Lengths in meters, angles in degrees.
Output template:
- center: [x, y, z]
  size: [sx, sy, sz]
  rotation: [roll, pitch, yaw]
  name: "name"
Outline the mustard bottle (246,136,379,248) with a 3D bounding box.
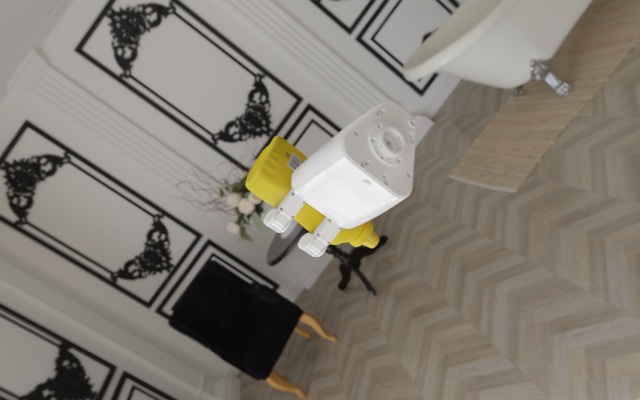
- center: [0.000, 0.002, 0.620]
  size: [0.192, 0.058, 0.096]
  rotation: [36, 33, -15]
  name: "mustard bottle"
